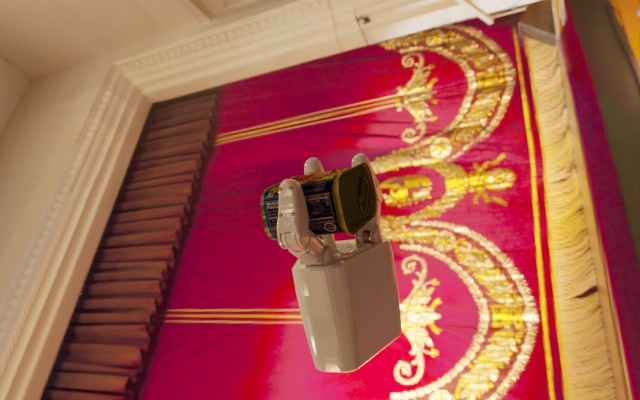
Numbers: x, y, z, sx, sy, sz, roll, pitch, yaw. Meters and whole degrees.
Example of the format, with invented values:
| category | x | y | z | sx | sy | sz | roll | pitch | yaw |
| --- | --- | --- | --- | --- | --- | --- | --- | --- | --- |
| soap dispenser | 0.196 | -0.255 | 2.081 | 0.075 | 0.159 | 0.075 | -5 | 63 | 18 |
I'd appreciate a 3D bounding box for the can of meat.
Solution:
| category | x | y | z | sx | sy | sz | roll | pitch | yaw |
| --- | --- | --- | --- | --- | --- | --- | --- | --- | --- |
| can of meat | 0.000 | 0.002 | 0.473 | 0.084 | 0.057 | 0.102 | -8 | 9 | 24 |
